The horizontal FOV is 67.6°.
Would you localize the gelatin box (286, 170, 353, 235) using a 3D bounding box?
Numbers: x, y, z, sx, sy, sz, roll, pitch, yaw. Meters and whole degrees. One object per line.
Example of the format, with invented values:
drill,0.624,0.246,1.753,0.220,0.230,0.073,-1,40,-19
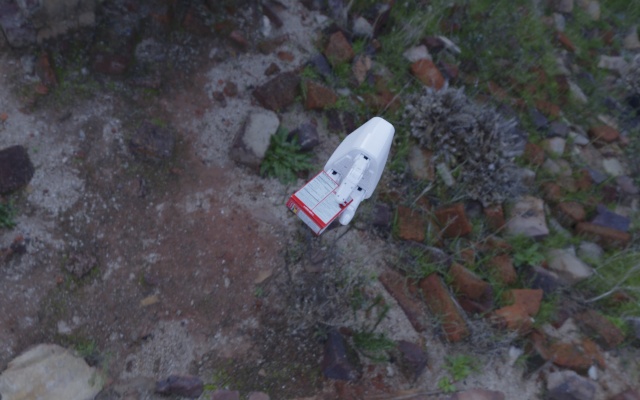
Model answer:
gelatin box,0.000,0.002,0.777,0.089,0.073,0.030,-42,-8,-39
